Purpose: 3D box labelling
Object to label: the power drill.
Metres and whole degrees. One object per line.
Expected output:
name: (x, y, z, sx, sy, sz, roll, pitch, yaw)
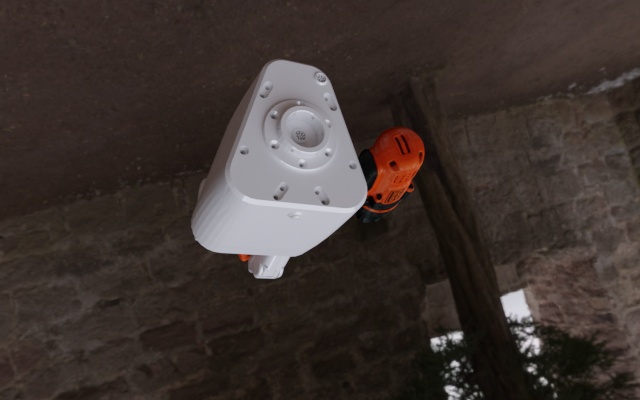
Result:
power drill: (0.000, 0.002, 0.482, 0.187, 0.057, 0.184, -19, -19, -12)
